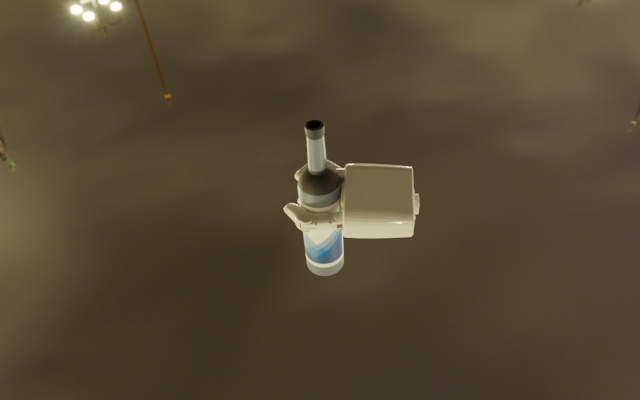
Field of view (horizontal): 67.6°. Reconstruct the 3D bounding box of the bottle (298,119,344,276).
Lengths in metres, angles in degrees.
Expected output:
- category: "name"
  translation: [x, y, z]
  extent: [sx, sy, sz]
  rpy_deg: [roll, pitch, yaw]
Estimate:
- category: "bottle"
  translation: [0.000, 0.003, 0.757]
  extent: [0.069, 0.296, 0.069]
  rpy_deg: [-2, 43, 2]
